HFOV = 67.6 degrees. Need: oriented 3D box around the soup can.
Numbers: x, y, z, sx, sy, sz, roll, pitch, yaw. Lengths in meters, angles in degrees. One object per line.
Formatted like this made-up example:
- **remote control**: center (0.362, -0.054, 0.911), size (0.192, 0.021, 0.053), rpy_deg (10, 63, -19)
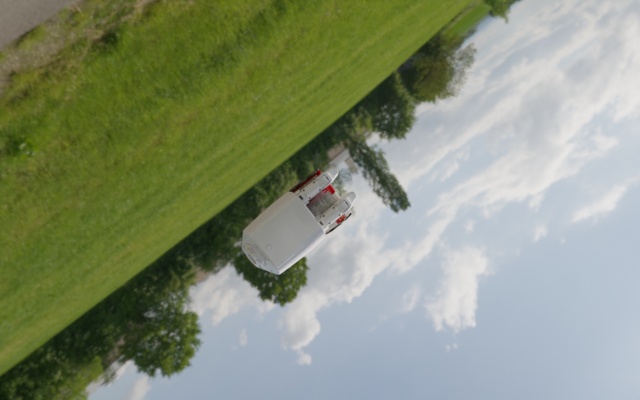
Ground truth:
- **soup can**: center (0.001, 0.003, 0.856), size (0.068, 0.102, 0.068), rpy_deg (-38, 4, 3)
